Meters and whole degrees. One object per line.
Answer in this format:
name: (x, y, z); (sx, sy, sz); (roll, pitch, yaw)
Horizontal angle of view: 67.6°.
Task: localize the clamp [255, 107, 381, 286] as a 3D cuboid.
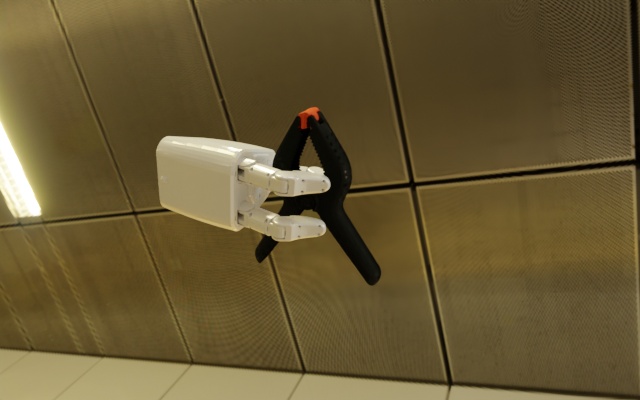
clamp: (0.000, 0.001, 0.550); (0.164, 0.210, 0.036); (14, 27, 18)
